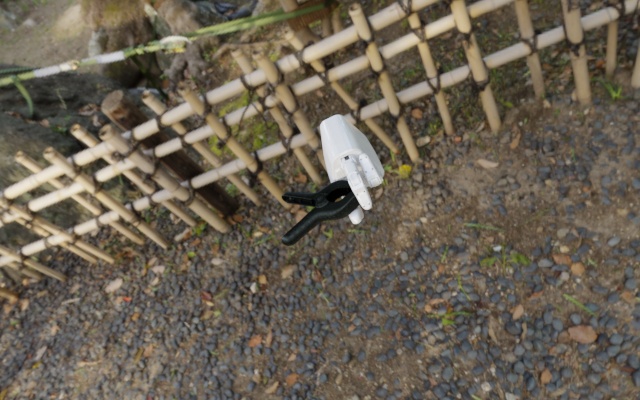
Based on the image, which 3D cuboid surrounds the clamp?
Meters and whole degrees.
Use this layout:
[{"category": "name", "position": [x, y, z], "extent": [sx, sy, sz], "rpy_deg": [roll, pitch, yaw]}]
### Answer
[{"category": "clamp", "position": [0.000, 0.002, 0.849], "extent": [0.171, 0.120, 0.039], "rpy_deg": [-25, -41, 8]}]
